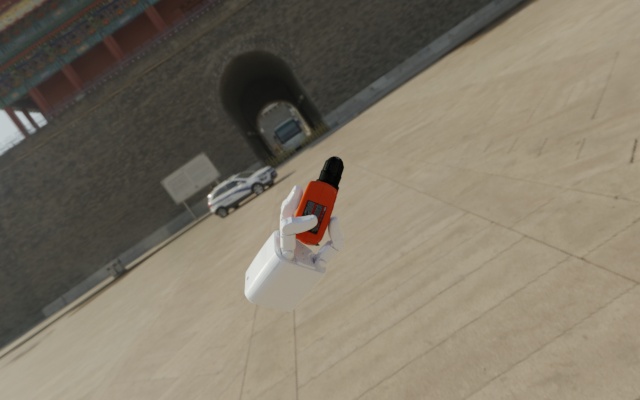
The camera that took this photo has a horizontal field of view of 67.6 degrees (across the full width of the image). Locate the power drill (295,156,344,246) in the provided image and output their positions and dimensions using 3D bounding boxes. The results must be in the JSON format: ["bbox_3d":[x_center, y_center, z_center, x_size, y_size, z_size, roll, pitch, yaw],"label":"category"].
[{"bbox_3d":[0.000,0.003,0.879,0.057,0.184,0.187,18,3,3],"label":"power drill"}]
